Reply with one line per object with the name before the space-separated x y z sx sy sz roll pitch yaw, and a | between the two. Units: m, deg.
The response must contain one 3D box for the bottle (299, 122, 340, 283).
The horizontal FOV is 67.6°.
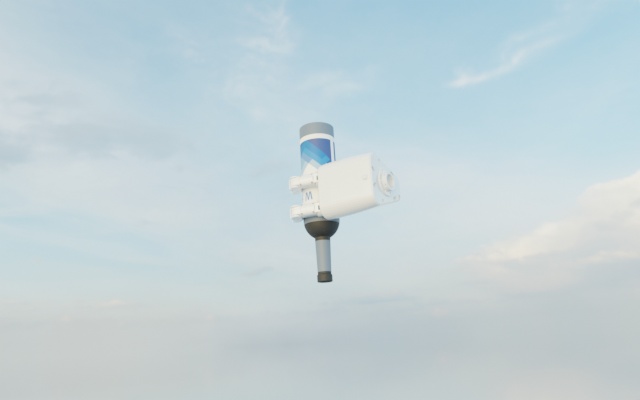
bottle | 0.000 0.003 0.883 0.069 0.295 0.069 -3 -16 -1
